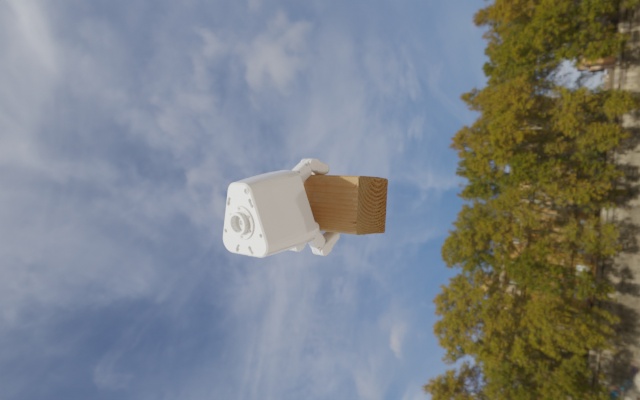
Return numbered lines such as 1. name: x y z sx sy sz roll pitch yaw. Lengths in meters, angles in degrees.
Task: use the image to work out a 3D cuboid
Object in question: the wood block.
1. wood block: 0.000 0.002 0.801 0.206 0.091 0.090 4 2 37
